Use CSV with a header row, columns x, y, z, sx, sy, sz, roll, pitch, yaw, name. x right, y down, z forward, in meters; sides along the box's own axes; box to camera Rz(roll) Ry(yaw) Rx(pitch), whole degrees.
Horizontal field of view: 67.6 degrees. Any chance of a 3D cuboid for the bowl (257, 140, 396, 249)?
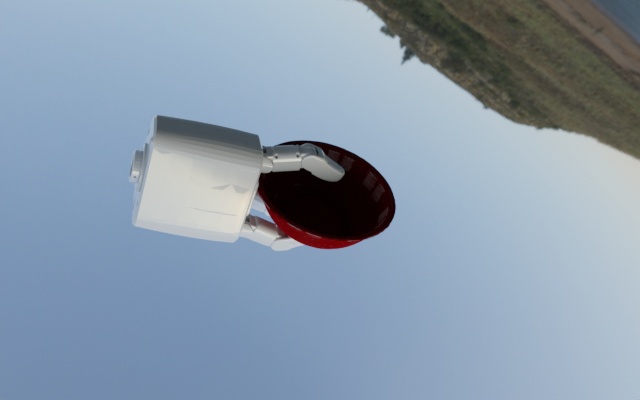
x,y,z,sx,sy,sz,roll,pitch,yaw,name
0.001,0.002,0.540,0.162,0.055,0.162,12,41,-10,bowl
